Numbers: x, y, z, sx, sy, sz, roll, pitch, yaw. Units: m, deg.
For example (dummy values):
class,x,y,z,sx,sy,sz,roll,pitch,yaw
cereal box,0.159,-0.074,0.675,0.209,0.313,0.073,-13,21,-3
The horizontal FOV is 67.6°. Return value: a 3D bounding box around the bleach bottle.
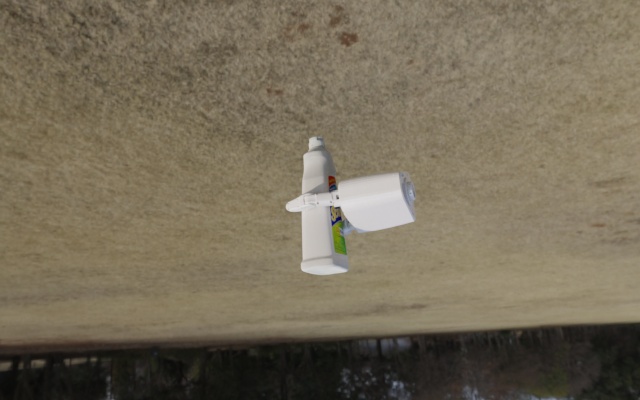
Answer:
class,x,y,z,sx,sy,sz,roll,pitch,yaw
bleach bottle,0.000,0.003,0.860,0.068,0.250,0.102,-11,-17,20
